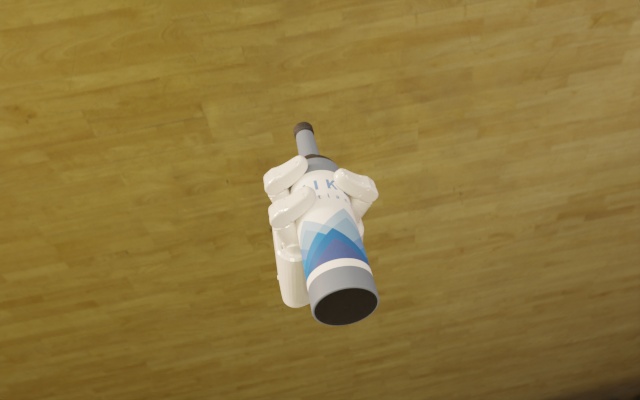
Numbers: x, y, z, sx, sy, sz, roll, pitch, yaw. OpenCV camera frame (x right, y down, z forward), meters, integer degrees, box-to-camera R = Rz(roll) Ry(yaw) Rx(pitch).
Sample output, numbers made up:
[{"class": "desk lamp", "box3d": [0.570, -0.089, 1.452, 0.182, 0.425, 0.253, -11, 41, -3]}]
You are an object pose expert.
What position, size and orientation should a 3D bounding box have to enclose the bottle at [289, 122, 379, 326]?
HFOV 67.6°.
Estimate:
[{"class": "bottle", "box3d": [0.000, 0.002, 0.562, 0.069, 0.069, 0.295, 0, 43, -13]}]
